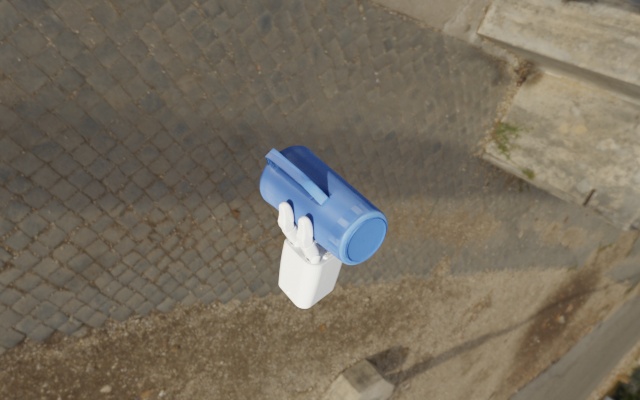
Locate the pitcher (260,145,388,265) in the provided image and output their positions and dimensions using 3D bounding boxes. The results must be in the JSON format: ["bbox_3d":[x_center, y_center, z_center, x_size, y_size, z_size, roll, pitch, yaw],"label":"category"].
[{"bbox_3d":[0.000,0.003,0.862,0.149,0.145,0.242,-10,36,-38],"label":"pitcher"}]
